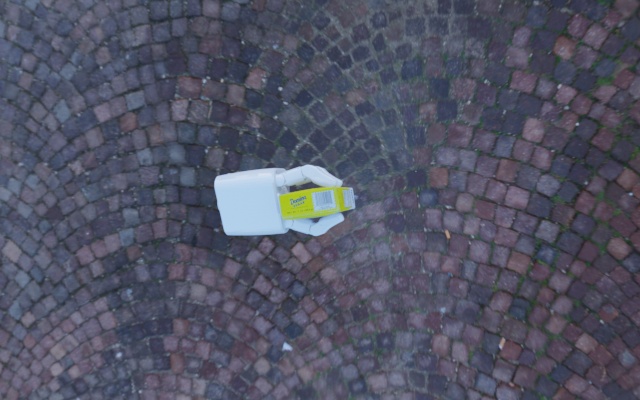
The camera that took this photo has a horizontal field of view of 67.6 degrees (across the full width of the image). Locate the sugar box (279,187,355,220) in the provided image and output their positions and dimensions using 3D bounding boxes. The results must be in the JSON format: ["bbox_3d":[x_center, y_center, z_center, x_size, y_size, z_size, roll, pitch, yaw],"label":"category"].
[{"bbox_3d":[0.000,0.002,0.805,0.093,0.048,0.176,-8,2,11],"label":"sugar box"}]
